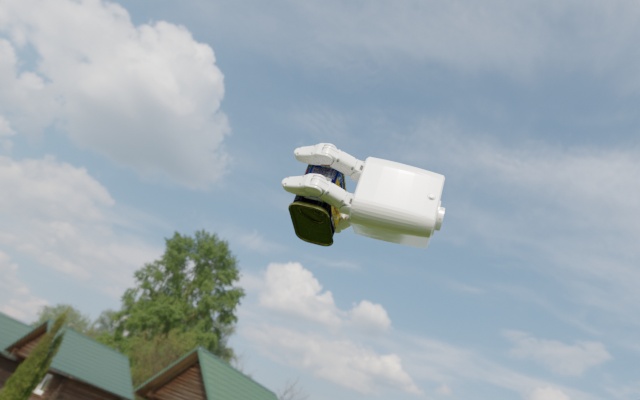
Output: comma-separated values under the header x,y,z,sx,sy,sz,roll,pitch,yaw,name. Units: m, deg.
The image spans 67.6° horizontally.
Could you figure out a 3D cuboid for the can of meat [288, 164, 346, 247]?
x,y,z,sx,sy,sz,roll,pitch,yaw,name
0.000,0.002,0.672,0.057,0.084,0.102,12,-31,15,can of meat
